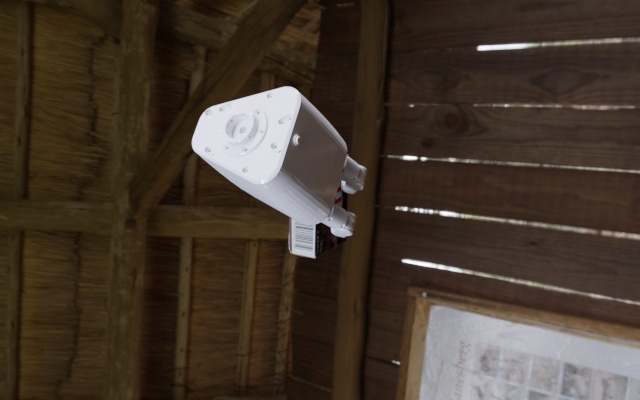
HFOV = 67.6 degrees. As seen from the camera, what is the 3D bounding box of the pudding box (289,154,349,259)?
[{"bbox_3d":[0.000,0.002,0.562,0.039,0.113,0.090,9,12,26],"label":"pudding box"}]
